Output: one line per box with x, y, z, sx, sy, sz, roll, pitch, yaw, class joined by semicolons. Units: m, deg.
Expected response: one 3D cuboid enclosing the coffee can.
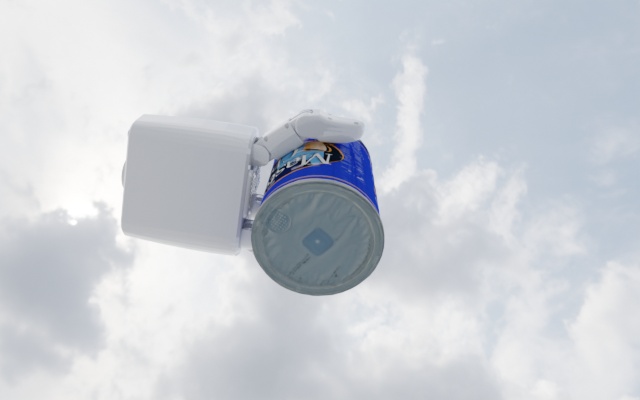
0.000;0.001;0.426;0.103;0.103;0.140;0;26;2;coffee can
